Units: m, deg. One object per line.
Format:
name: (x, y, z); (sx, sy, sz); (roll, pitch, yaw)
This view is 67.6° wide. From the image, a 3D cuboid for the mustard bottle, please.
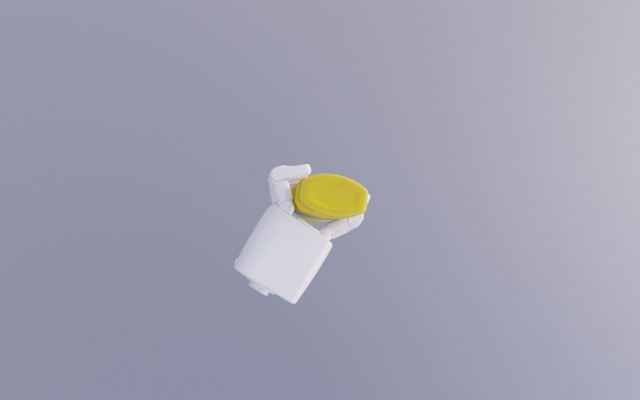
mustard bottle: (0.000, 0.002, 0.720); (0.096, 0.058, 0.191); (8, -7, -11)
